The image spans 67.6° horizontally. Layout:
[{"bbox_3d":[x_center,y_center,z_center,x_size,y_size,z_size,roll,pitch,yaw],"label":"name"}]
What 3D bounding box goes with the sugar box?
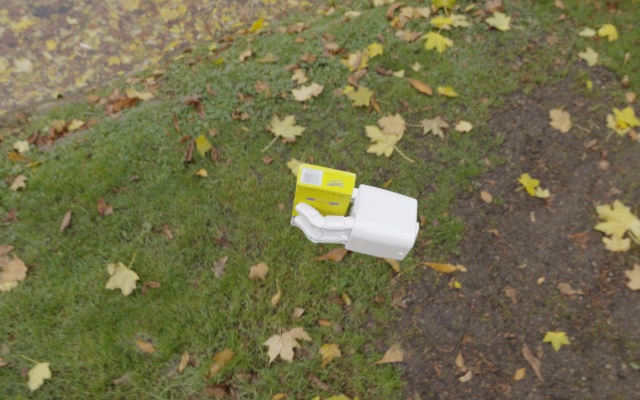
[{"bbox_3d":[0.000,0.003,0.836,0.093,0.048,0.176,11,-28,-1],"label":"sugar box"}]
